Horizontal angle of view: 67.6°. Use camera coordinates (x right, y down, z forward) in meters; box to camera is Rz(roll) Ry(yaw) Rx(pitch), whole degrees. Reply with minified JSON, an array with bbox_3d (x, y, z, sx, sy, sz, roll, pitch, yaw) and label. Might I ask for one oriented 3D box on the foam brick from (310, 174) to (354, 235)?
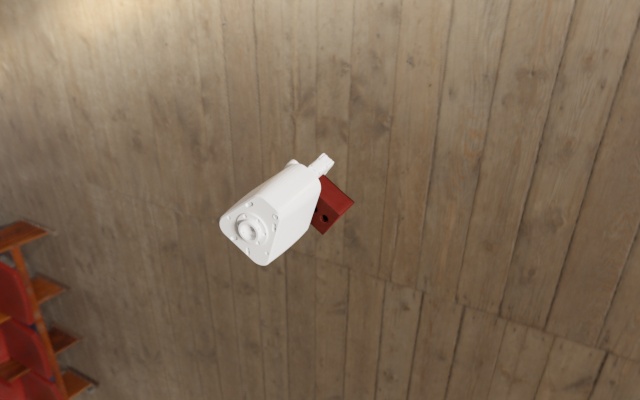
[{"bbox_3d":[0.000,0.002,0.728,0.053,0.078,0.051,-51,-5,38],"label":"foam brick"}]
